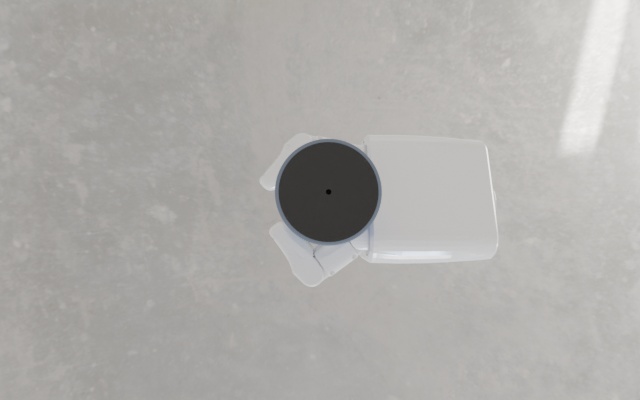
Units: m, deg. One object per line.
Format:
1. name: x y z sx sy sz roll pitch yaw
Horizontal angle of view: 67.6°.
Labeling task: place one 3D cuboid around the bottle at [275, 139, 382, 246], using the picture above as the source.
1. bottle: 0.000 0.001 0.440 0.069 0.069 0.296 0 -3 -2
